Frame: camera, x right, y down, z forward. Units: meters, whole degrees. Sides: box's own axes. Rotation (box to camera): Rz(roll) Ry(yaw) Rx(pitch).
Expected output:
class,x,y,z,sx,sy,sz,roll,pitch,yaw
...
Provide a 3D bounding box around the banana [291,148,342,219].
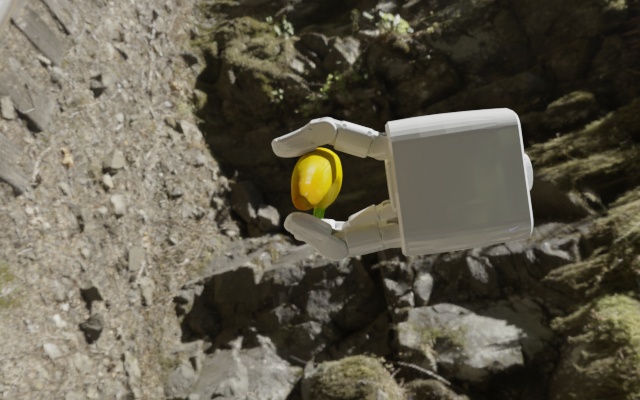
class,x,y,z,sx,sy,sz,roll,pitch,yaw
banana,0.001,-0.017,0.458,0.037,0.069,0.198,1,-7,5
